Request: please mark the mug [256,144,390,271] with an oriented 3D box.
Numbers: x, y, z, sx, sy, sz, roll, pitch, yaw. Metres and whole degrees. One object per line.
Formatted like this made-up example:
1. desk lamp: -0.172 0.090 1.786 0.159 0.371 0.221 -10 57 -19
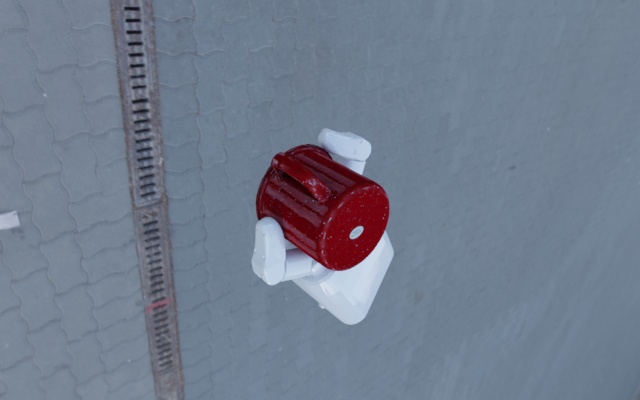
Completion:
1. mug: 0.000 0.001 0.403 0.081 0.093 0.117 31 -16 41
